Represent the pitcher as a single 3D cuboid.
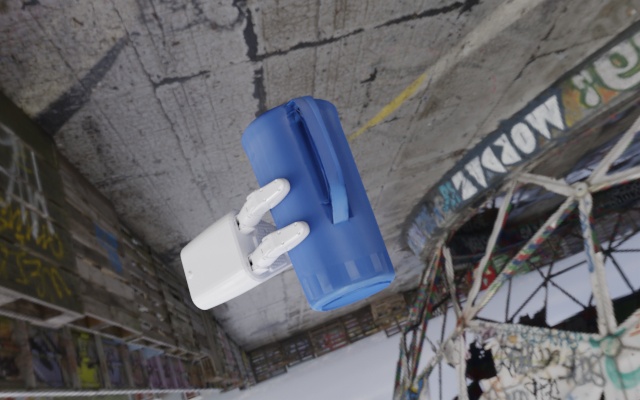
[{"bbox_3d":[0.000,0.002,0.584,0.145,0.242,0.149,-31,-21,26],"label":"pitcher"}]
